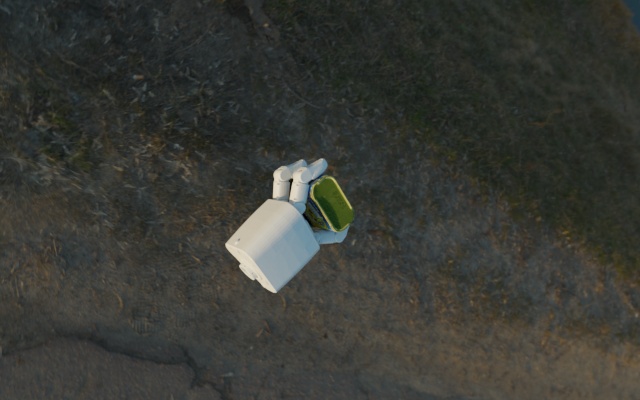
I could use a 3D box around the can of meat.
[{"bbox_3d":[0.000,0.003,0.798,0.057,0.102,0.084,-43,25,-22],"label":"can of meat"}]
